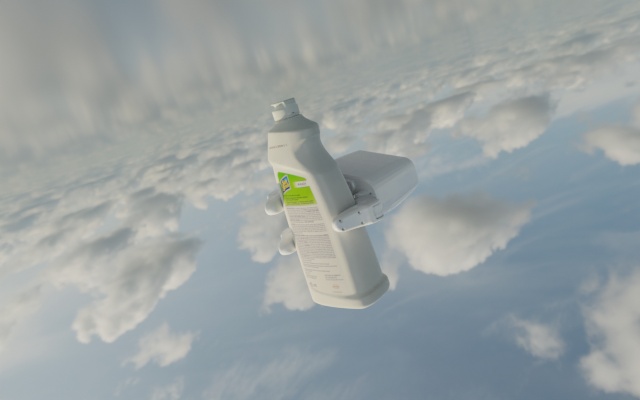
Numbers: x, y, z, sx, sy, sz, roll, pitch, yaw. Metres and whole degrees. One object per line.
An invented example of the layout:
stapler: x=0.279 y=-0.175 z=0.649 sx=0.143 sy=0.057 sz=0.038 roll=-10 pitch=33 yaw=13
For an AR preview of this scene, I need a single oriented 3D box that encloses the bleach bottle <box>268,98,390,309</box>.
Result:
bleach bottle: x=0.000 y=0.002 z=0.569 sx=0.102 sy=0.251 sz=0.068 roll=-5 pitch=18 yaw=43
